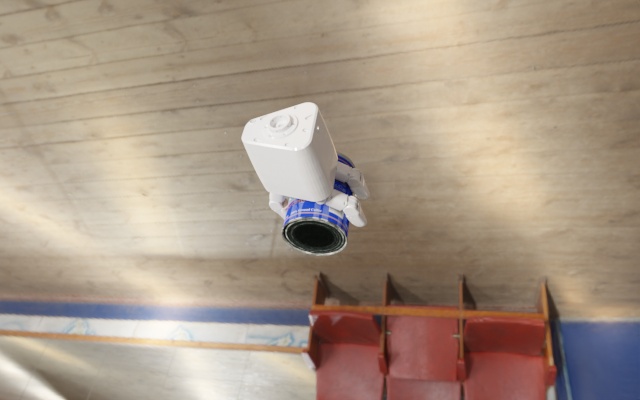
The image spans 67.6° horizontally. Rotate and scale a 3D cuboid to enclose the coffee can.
[{"bbox_3d":[0.000,0.003,0.768,0.103,0.140,0.103,6,-37,5],"label":"coffee can"}]
